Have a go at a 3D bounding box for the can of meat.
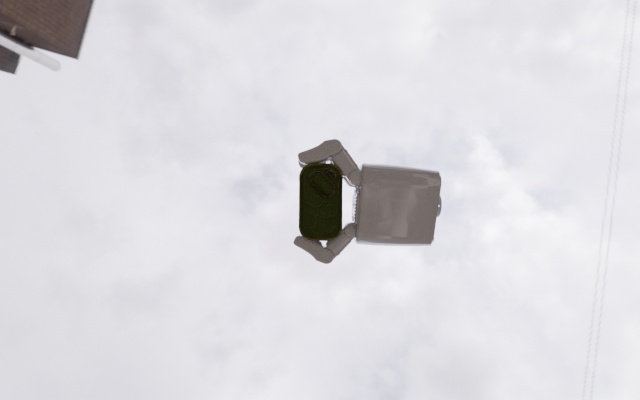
[{"bbox_3d":[0.000,0.002,0.664,0.057,0.102,0.084,0,0,0],"label":"can of meat"}]
